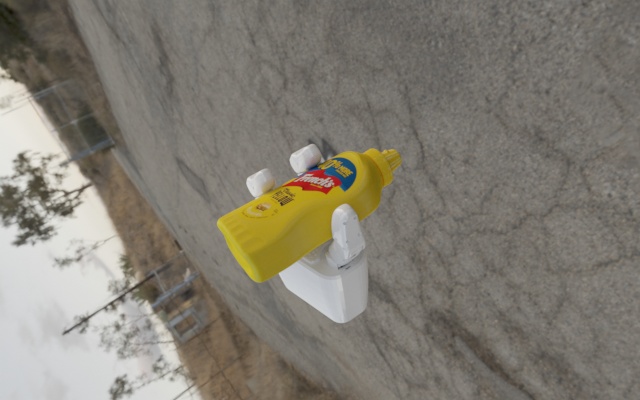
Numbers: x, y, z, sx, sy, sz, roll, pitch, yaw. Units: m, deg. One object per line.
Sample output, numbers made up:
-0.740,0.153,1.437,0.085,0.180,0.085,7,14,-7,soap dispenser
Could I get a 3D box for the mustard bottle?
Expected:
0.000,0.001,0.467,0.191,0.058,0.096,-30,27,-16,mustard bottle
